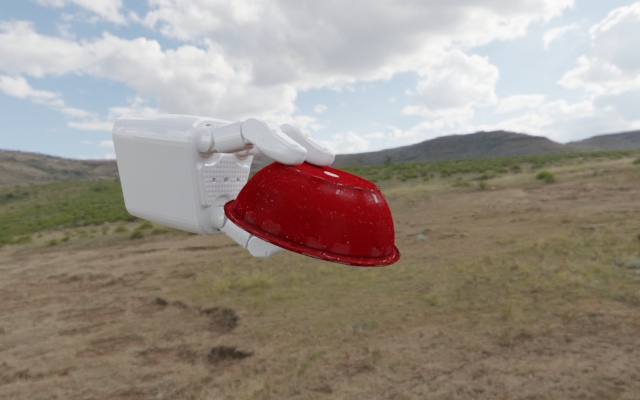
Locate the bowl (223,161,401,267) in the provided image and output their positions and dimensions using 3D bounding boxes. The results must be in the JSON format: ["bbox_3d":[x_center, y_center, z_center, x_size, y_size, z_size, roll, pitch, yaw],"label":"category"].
[{"bbox_3d":[0.001,0.001,0.421,0.162,0.055,0.162,16,11,-3],"label":"bowl"}]
